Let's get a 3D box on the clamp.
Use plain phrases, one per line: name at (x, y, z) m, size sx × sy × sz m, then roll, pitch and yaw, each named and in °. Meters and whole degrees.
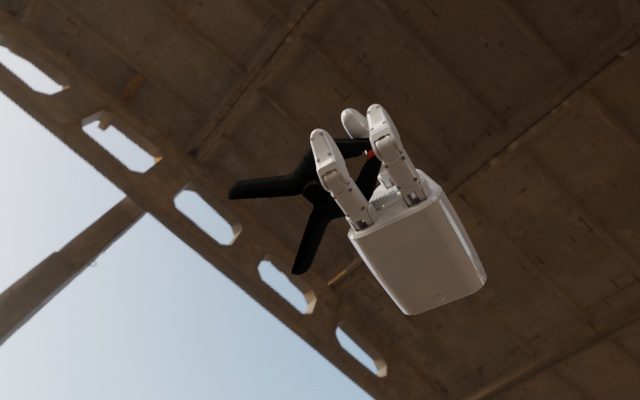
clamp at (0.000, 0.001, 0.487) m, size 0.171 × 0.120 × 0.039 m, roll -27°, pitch 16°, yaw 22°
